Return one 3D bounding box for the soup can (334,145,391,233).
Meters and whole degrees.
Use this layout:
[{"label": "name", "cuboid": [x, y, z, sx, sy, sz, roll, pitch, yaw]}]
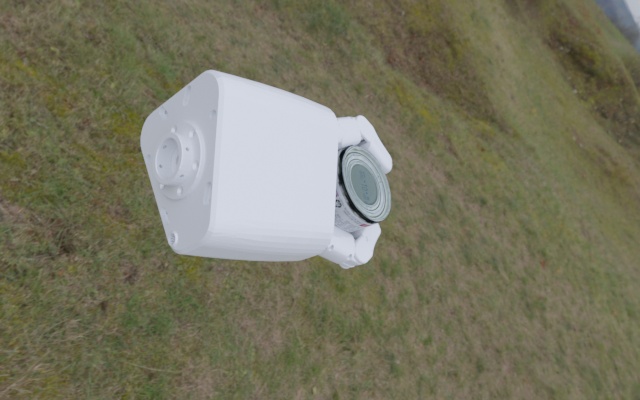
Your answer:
[{"label": "soup can", "cuboid": [0.001, 0.001, 0.410, 0.102, 0.068, 0.068, -23, -14, 36]}]
